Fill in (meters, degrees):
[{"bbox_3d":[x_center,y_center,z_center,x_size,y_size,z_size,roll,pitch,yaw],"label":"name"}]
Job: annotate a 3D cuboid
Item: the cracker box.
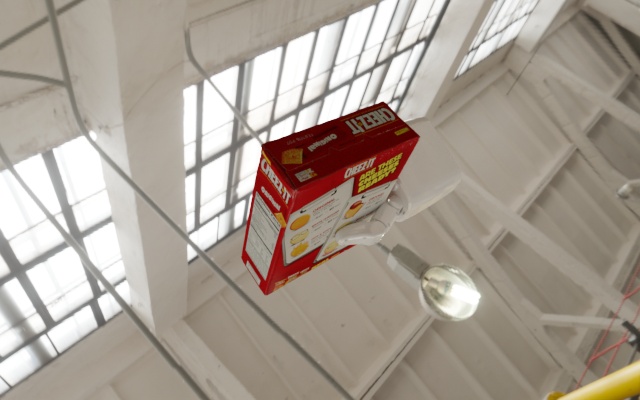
[{"bbox_3d":[0.000,0.002,0.552,0.164,0.072,0.214,-25,-27,-30],"label":"cracker box"}]
